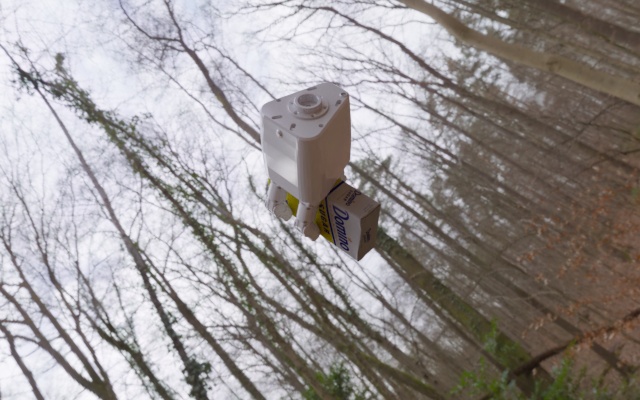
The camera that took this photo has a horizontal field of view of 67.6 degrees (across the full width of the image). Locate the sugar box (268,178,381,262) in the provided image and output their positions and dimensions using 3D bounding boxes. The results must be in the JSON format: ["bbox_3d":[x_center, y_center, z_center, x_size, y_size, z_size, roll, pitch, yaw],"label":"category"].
[{"bbox_3d":[0.000,0.002,0.672,0.176,0.093,0.048,35,57,29],"label":"sugar box"}]
